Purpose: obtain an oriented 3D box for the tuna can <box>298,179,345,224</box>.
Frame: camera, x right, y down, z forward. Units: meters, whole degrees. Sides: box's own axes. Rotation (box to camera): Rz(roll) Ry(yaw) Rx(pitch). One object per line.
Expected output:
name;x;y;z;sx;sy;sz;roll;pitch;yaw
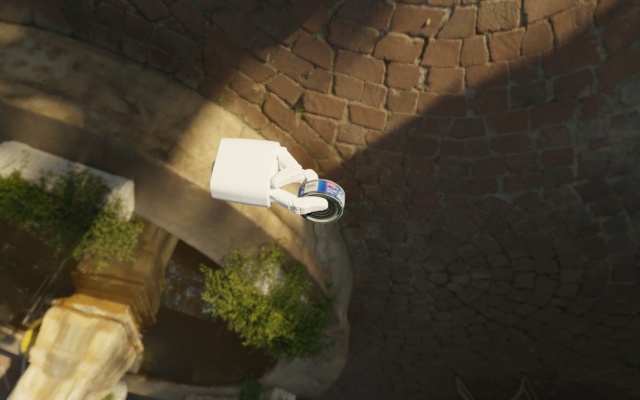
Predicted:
tuna can;0.000;0.003;0.855;0.086;0.033;0.086;4;-41;4
